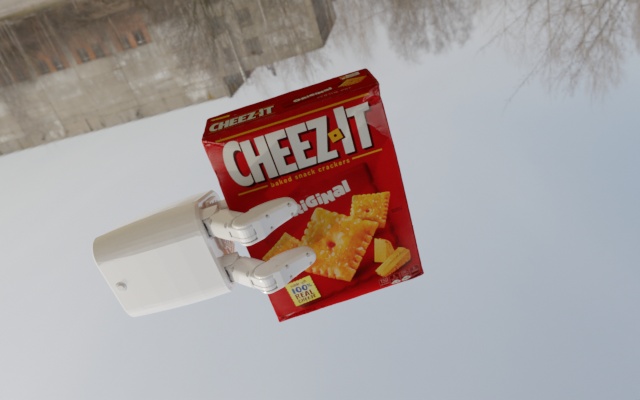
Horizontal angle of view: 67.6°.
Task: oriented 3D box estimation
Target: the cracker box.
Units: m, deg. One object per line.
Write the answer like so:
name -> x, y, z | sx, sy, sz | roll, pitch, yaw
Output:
cracker box -> 0.000, 0.002, 0.475 | 0.164, 0.214, 0.072 | -18, 27, 1
